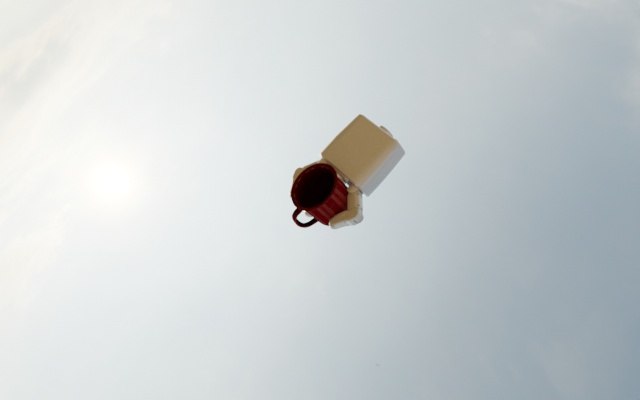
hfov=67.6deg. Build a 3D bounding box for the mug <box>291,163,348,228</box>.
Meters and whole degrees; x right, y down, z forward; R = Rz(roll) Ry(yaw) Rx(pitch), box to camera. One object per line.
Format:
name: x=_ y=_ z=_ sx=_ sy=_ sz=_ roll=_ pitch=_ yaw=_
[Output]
mug: x=-0.001 y=0.004 z=0.842 sx=0.093 sy=0.117 sz=0.081 roll=43 pitch=1 yaw=43
